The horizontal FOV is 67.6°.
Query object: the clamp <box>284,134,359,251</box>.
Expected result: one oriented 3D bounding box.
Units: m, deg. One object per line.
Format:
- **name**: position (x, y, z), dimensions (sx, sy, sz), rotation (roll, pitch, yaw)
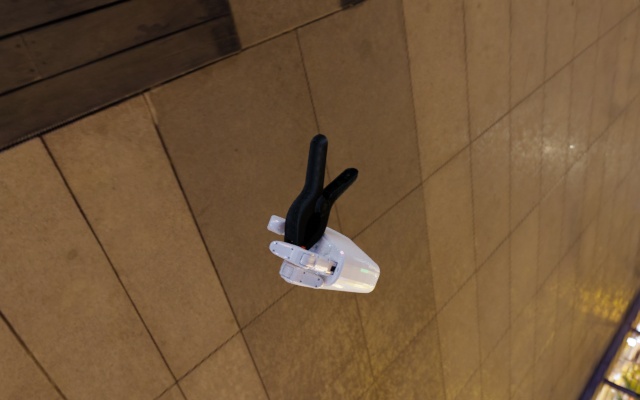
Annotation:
- **clamp**: position (0.000, 0.003, 0.688), dimensions (0.039, 0.171, 0.120), rotation (20, -3, 42)
